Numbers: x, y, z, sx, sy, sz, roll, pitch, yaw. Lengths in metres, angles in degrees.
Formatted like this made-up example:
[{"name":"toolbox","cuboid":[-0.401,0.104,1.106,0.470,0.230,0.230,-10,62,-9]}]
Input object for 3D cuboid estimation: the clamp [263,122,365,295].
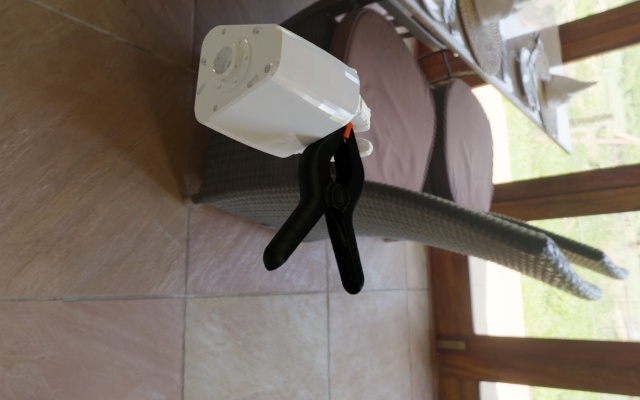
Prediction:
[{"name":"clamp","cuboid":[0.001,0.001,0.458,0.039,0.171,0.120,-10,-17,40]}]
